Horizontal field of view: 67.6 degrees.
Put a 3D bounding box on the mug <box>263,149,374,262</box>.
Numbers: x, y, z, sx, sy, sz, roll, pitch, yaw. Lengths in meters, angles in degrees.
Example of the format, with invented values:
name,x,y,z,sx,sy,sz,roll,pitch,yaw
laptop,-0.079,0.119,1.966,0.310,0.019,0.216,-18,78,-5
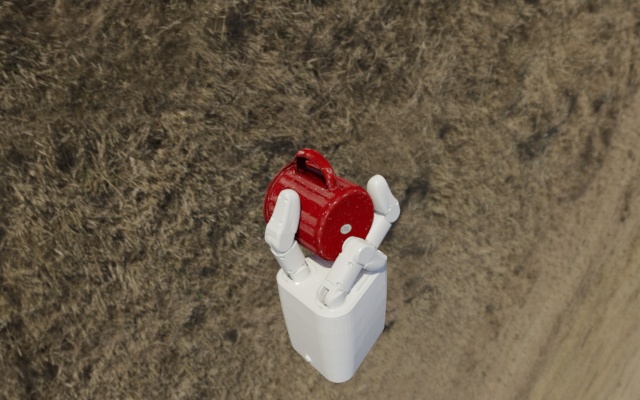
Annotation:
name,x,y,z,sx,sy,sz,roll,pitch,yaw
mug,0.000,0.000,0.492,0.093,0.117,0.081,-29,39,-31
